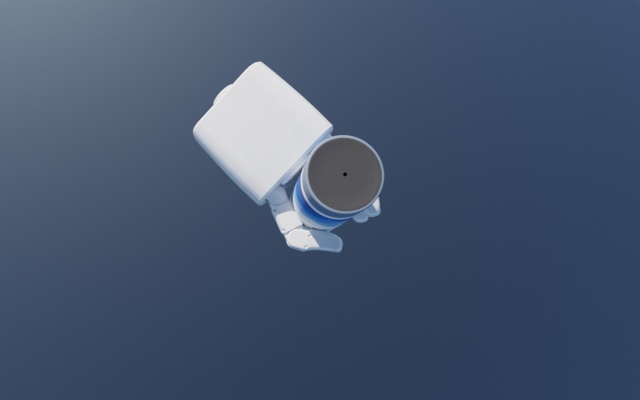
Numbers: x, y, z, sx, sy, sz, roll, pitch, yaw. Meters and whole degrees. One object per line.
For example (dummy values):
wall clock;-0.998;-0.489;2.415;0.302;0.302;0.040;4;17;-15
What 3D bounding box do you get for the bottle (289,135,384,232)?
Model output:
bottle;0.000;0.002;0.533;0.069;0.069;0.296;0;-9;-8
